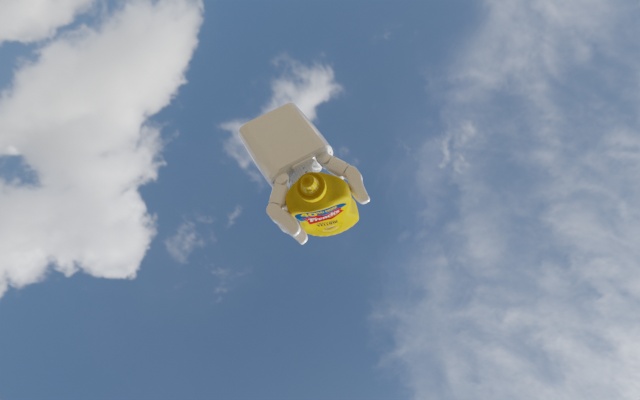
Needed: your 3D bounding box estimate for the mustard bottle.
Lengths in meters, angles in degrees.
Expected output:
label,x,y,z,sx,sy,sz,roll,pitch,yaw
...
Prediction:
label,x,y,z,sx,sy,sz,roll,pitch,yaw
mustard bottle,0.000,0.003,0.717,0.096,0.058,0.192,-12,-20,7
